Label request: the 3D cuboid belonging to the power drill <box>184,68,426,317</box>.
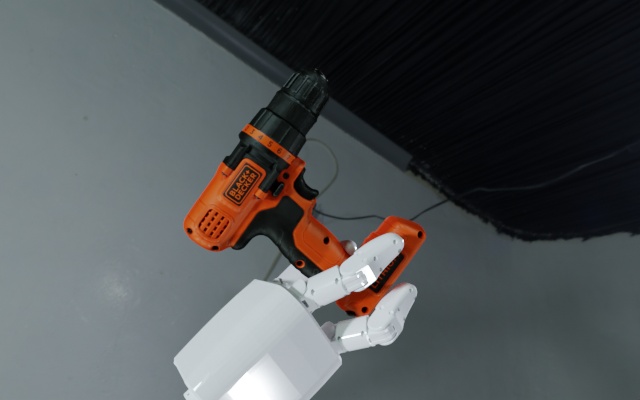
[{"bbox_3d":[0.000,0.002,0.433,0.188,0.184,0.057,36,1,-10],"label":"power drill"}]
